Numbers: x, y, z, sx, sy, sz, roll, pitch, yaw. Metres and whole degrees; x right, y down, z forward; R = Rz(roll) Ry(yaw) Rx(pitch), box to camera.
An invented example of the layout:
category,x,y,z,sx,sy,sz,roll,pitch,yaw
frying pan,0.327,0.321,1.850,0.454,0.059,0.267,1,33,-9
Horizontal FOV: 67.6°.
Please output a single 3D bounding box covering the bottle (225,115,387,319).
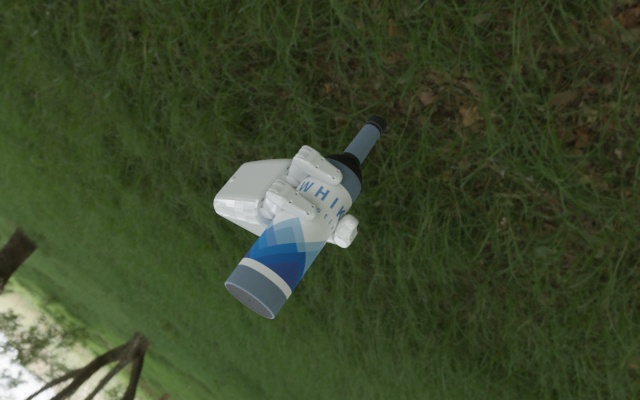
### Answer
category,x,y,z,sx,sy,sz,roll,pitch,yaw
bottle,0.000,0.002,0.582,0.069,0.295,0.069,28,-27,16
